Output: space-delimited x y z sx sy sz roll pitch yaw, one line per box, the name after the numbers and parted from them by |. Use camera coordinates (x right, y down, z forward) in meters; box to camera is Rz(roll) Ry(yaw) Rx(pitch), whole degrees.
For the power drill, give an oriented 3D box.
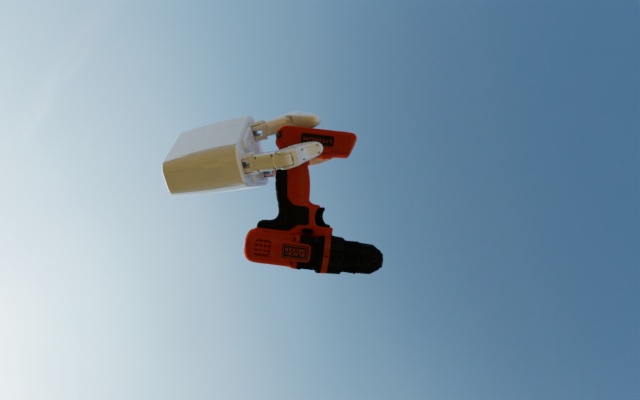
0.000 0.002 0.629 0.184 0.187 0.057 7 -1 -5 | power drill
